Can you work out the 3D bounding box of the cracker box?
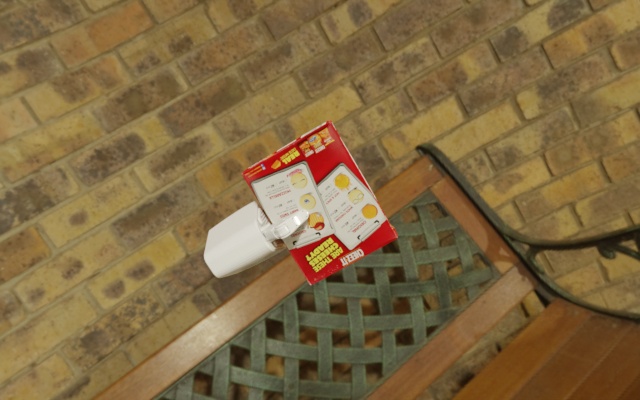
[{"bbox_3d":[0.000,0.002,0.775,0.164,0.214,0.072,-30,9,9],"label":"cracker box"}]
